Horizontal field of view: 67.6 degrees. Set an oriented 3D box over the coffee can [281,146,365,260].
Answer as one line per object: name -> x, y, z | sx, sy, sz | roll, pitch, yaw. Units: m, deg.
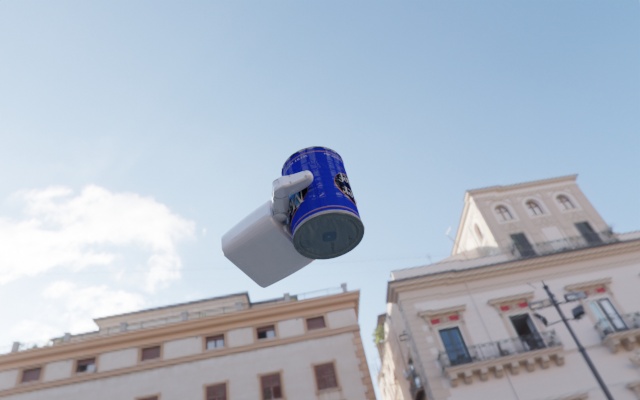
coffee can -> 0.000, 0.002, 0.715 | 0.103, 0.140, 0.103 | -7, -43, -7
